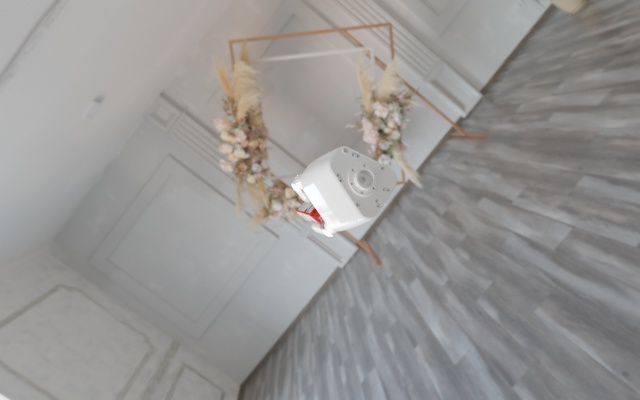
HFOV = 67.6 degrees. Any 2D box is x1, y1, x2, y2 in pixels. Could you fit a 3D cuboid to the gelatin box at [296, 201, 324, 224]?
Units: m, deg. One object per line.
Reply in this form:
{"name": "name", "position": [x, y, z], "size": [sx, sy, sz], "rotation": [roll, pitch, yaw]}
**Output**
{"name": "gelatin box", "position": [0.000, 0.002, 0.845], "size": [0.030, 0.073, 0.089], "rotation": [41, -10, -16]}
